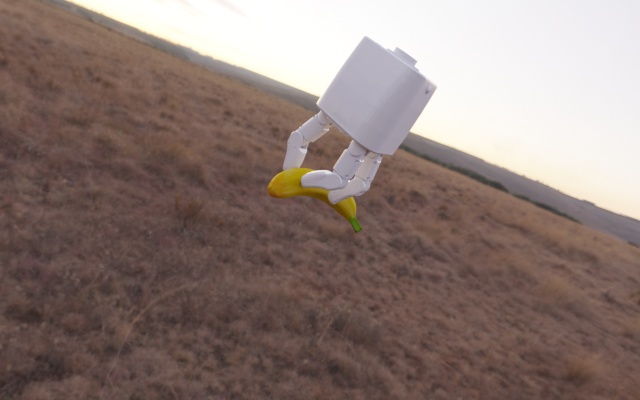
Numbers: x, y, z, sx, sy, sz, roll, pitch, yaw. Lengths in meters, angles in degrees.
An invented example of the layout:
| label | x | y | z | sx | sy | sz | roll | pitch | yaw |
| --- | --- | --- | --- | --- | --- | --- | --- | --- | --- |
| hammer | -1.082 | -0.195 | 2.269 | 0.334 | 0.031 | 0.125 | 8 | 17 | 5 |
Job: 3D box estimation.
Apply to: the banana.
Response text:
| label | x | y | z | sx | sy | sz | roll | pitch | yaw |
| --- | --- | --- | --- | --- | --- | --- | --- | --- | --- |
| banana | -0.004 | -0.011 | 0.664 | 0.037 | 0.069 | 0.198 | -40 | -38 | 24 |
